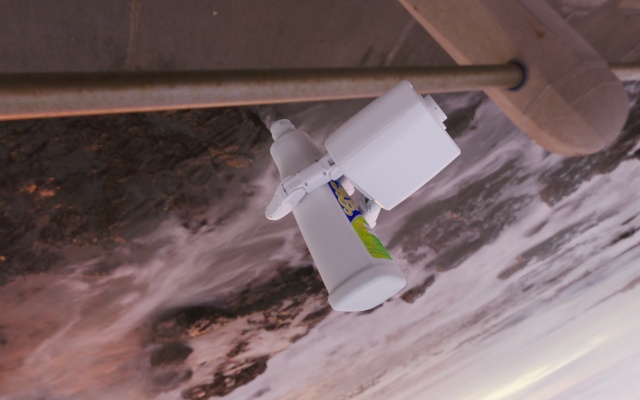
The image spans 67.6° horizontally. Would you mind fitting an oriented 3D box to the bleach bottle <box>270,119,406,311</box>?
[{"bbox_3d":[0.000,0.002,0.549,0.068,0.250,0.102,-38,-27,17],"label":"bleach bottle"}]
